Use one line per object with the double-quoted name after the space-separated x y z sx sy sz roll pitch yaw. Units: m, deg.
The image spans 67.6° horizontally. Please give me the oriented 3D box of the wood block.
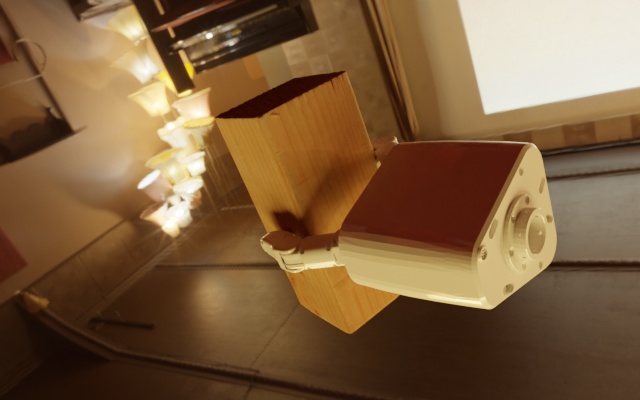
0.000 0.002 0.430 0.091 0.206 0.090 -32 24 -24 "wood block"
